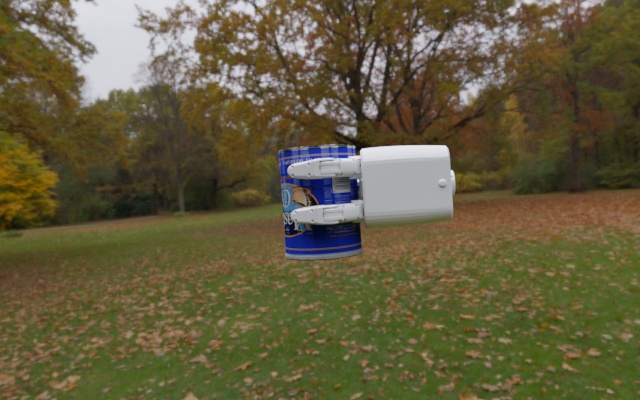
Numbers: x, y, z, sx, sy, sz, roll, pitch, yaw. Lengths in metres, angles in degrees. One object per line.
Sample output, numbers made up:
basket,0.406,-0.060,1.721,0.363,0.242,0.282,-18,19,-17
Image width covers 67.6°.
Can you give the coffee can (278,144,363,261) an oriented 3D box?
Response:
coffee can,0.000,0.002,0.629,0.103,0.140,0.103,-4,1,0
